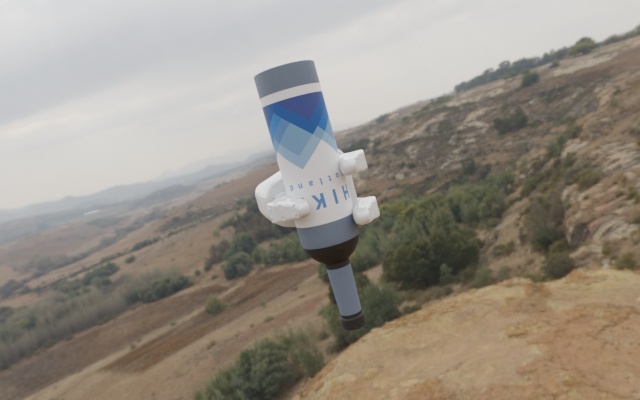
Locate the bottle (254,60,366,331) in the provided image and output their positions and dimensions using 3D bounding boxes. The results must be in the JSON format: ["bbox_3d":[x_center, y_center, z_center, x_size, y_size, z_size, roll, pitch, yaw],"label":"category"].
[{"bbox_3d":[0.000,0.001,0.525,0.069,0.296,0.069,-15,8,2],"label":"bottle"}]
